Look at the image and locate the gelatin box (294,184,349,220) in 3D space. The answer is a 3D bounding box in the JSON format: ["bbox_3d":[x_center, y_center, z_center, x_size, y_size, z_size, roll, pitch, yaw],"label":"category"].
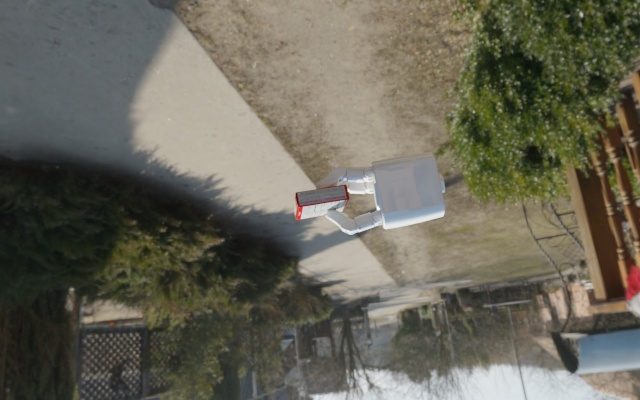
[{"bbox_3d":[0.000,0.003,0.820,0.089,0.030,0.073,-10,-17,-9],"label":"gelatin box"}]
